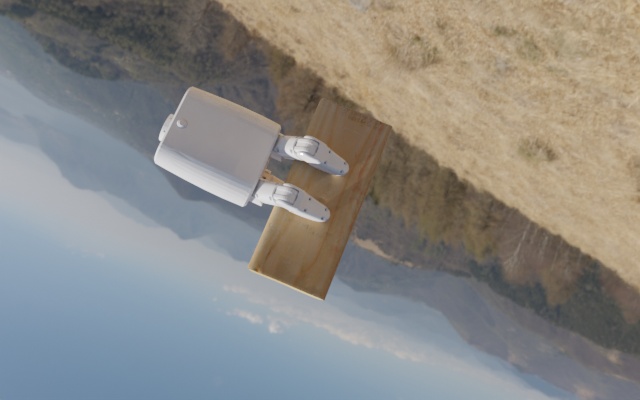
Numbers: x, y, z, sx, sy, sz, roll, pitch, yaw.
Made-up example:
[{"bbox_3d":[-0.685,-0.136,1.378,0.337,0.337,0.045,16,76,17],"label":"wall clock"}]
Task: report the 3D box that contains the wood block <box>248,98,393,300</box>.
[{"bbox_3d":[0.000,0.002,0.555,0.090,0.206,0.091,23,-12,0],"label":"wood block"}]
